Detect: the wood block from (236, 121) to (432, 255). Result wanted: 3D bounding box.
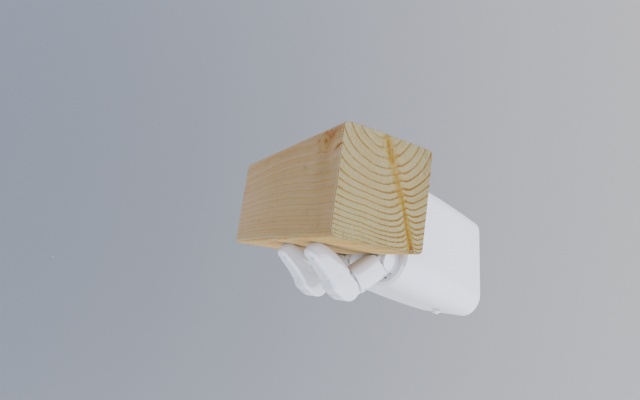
[{"bbox_3d":[0.001,0.001,0.460,0.090,0.091,0.206,14,-13,-27],"label":"wood block"}]
